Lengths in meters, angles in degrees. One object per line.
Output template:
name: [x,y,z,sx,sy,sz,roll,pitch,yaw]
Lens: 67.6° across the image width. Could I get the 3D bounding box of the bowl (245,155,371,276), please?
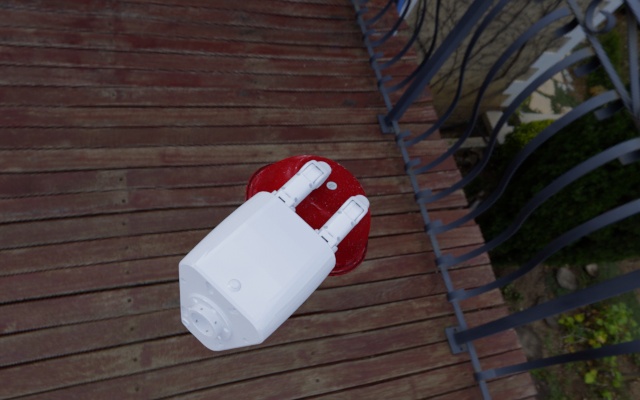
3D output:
bowl: [0.001,0.001,0.538,0.162,0.162,0.055,0,-38,-39]
